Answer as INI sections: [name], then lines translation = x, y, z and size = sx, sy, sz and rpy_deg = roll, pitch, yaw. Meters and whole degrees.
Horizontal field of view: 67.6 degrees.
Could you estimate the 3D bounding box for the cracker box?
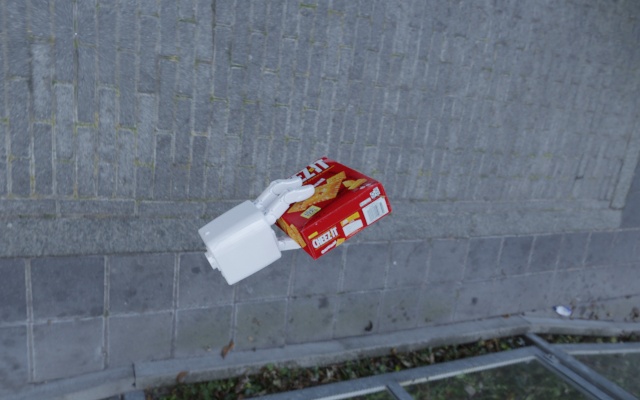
[cracker box]
translation = 0.000, 0.003, 0.875
size = 0.164, 0.072, 0.213
rpy_deg = -31, 29, -15
